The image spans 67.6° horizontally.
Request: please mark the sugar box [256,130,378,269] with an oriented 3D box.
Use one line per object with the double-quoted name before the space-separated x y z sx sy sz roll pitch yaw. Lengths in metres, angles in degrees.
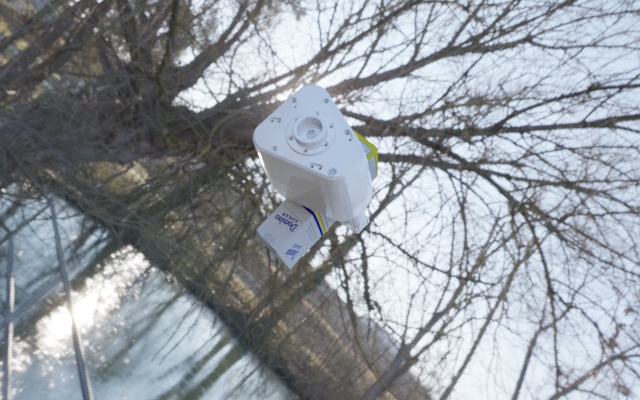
"sugar box" 0.000 0.002 0.606 0.048 0.176 0.093 43 -11 20
